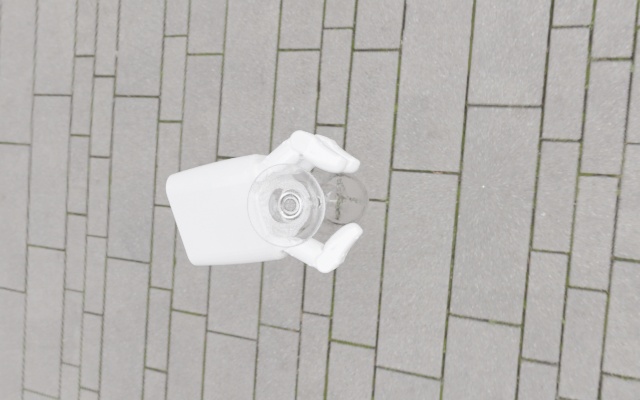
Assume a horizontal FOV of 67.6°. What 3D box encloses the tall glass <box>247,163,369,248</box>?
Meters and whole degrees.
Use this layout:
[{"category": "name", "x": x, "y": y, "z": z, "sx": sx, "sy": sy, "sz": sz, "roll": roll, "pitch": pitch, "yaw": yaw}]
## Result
[{"category": "tall glass", "x": 0.000, "y": 0.002, "z": 0.511, "sx": 0.079, "sy": 0.079, "sz": 0.201, "roll": 0, "pitch": 2, "yaw": 19}]
